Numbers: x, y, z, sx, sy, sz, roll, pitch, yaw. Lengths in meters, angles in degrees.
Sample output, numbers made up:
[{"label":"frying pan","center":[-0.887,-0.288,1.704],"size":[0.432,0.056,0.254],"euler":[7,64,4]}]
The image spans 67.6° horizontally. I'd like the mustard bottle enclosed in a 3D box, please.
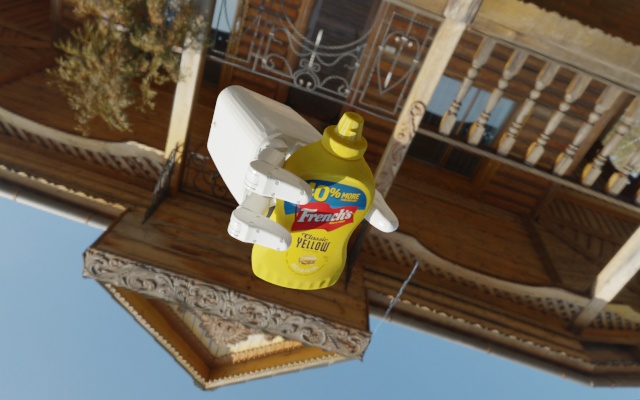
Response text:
[{"label":"mustard bottle","center":[0.000,0.002,0.467],"size":[0.096,0.192,0.058],"euler":[11,33,-16]}]
